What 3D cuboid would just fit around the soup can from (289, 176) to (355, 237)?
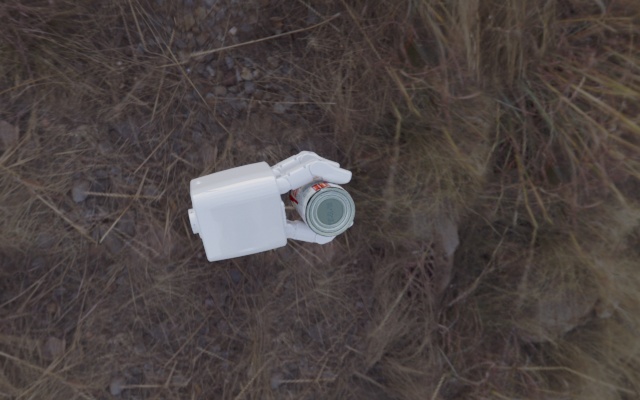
[{"bbox_3d":[0.001,0.002,0.648,0.068,0.068,0.102,0,15,-15],"label":"soup can"}]
